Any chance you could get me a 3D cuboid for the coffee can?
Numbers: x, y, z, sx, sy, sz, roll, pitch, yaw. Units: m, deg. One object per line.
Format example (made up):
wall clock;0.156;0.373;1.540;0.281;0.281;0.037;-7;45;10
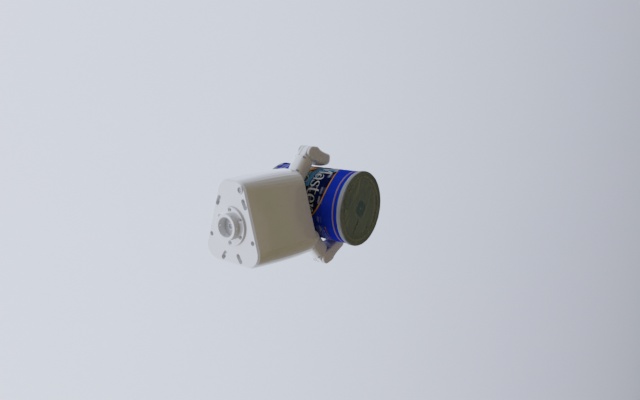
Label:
coffee can;0.000;0.002;0.686;0.140;0.103;0.103;9;5;36
